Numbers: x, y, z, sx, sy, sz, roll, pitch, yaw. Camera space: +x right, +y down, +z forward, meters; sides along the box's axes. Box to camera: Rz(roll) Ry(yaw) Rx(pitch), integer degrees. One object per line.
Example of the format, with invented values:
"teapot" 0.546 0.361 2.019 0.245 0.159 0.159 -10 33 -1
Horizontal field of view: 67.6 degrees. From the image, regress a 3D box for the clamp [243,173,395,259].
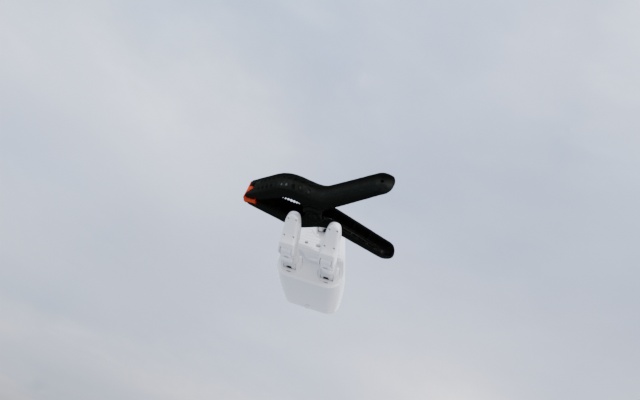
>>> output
"clamp" 0.000 0.001 0.605 0.210 0.036 0.165 16 -34 11
